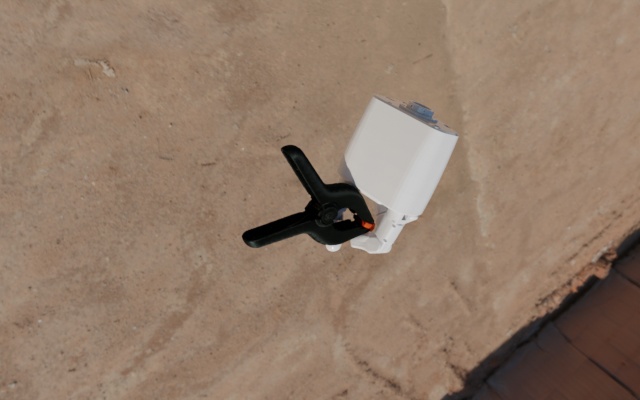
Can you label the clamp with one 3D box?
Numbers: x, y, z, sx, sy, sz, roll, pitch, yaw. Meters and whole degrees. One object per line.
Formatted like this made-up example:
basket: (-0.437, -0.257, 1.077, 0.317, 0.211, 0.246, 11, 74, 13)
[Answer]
clamp: (0.000, 0.002, 0.552, 0.171, 0.120, 0.039, 4, 28, -39)
